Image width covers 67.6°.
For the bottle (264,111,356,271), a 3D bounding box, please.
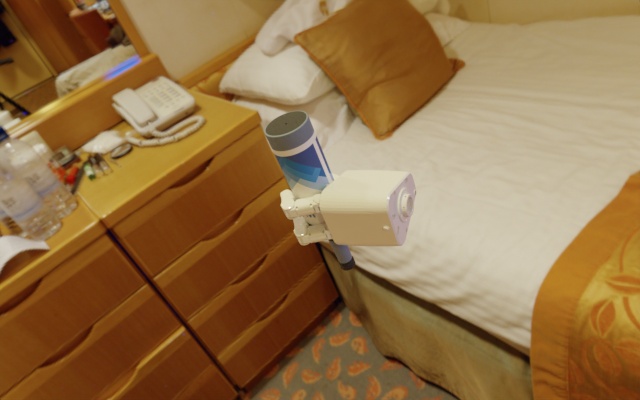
[{"bbox_3d":[0.000,0.002,0.752,0.069,0.296,0.069,-15,36,12],"label":"bottle"}]
